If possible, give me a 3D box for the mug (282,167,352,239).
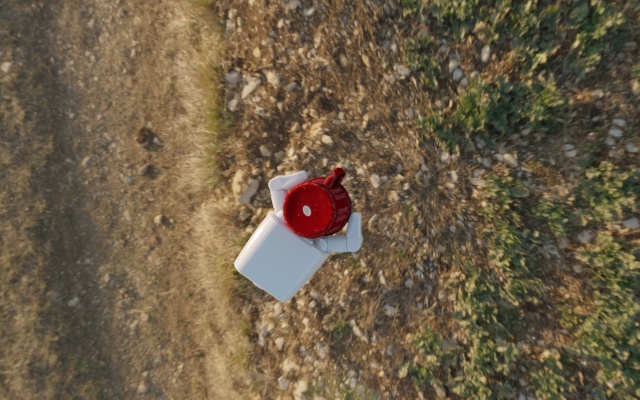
[{"bbox_3d":[0.001,0.001,0.703,0.093,0.117,0.081,37,11,9],"label":"mug"}]
